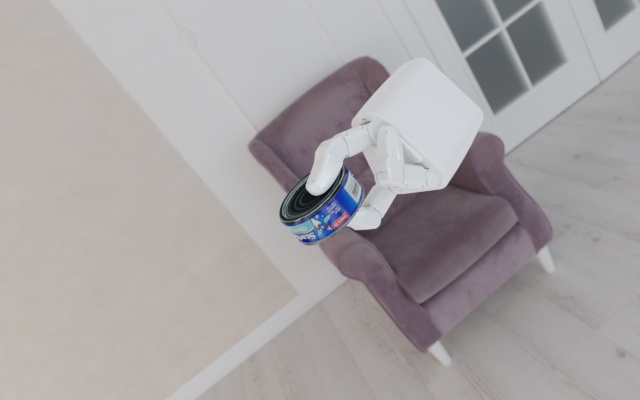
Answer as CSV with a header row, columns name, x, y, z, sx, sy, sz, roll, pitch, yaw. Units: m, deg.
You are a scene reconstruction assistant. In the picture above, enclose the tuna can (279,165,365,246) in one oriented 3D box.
name,x,y,z,sx,sy,sz,roll,pitch,yaw
tuna can,0.000,0.001,0.478,0.034,0.086,0.086,48,-25,-25
